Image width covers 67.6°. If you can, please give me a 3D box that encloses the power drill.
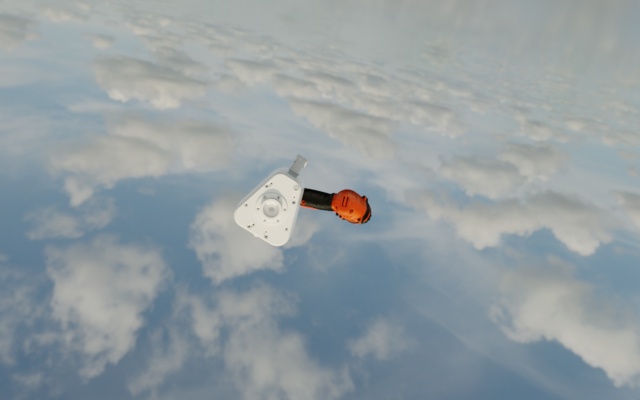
[{"bbox_3d":[0.000,0.003,0.894,0.187,0.057,0.184,9,-8,15],"label":"power drill"}]
